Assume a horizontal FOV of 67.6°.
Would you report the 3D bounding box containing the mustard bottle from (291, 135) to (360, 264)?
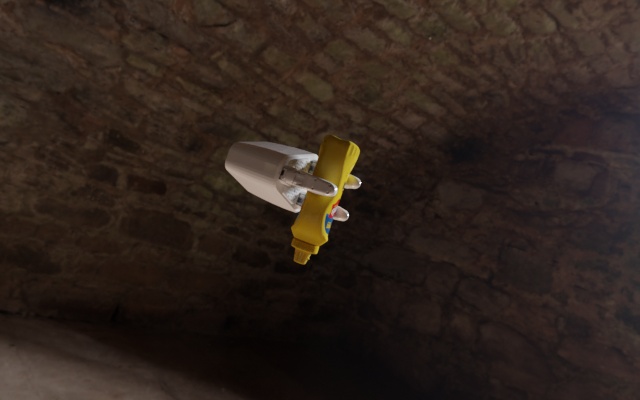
[{"bbox_3d":[0.001,0.002,0.713,0.058,0.191,0.096,20,0,4],"label":"mustard bottle"}]
